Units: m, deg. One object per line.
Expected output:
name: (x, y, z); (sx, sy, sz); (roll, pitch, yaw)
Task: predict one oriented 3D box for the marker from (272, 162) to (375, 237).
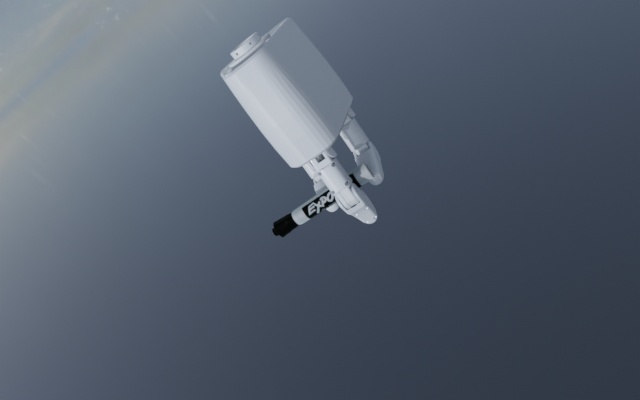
marker: (0.000, 0.002, 0.488); (0.121, 0.020, 0.020); (-33, -10, 15)
